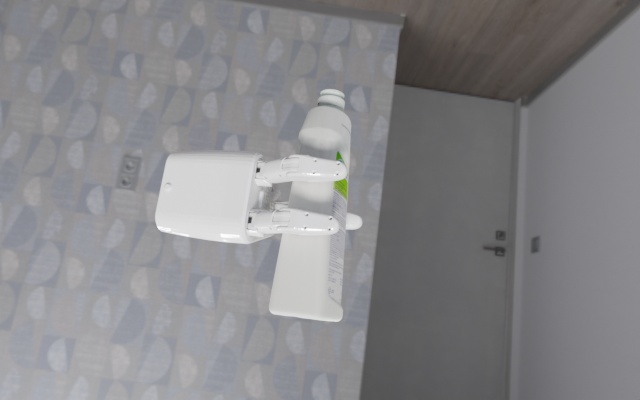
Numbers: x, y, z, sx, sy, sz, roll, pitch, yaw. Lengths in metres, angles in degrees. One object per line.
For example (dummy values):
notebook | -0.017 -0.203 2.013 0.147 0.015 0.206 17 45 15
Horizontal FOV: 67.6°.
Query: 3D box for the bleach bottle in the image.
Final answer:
bleach bottle | 0.000 0.002 0.527 0.068 0.250 0.102 4 -14 15
